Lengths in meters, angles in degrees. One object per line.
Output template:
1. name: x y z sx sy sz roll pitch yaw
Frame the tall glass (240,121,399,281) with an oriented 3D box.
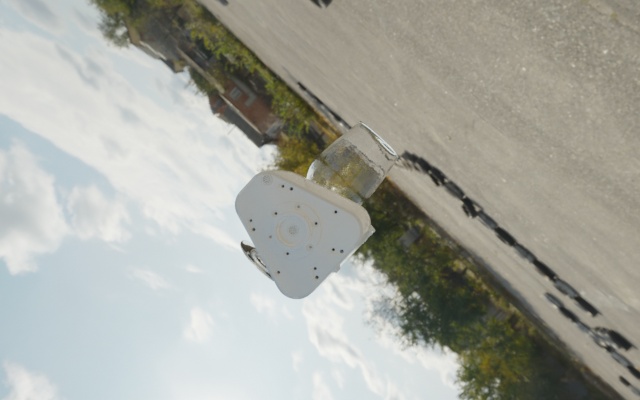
1. tall glass: 0.000 0.002 0.558 0.079 0.201 0.079 43 5 -5
